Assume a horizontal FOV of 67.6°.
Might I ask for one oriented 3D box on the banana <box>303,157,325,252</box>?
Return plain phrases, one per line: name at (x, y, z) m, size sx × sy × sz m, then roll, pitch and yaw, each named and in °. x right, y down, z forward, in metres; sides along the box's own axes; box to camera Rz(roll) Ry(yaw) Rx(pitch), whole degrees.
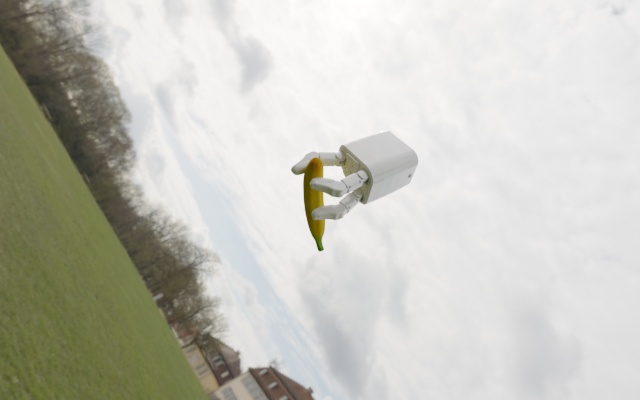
banana at (-0.008, -0.003, 0.881) m, size 0.037 × 0.198 × 0.069 m, roll -18°, pitch 35°, yaw -19°
